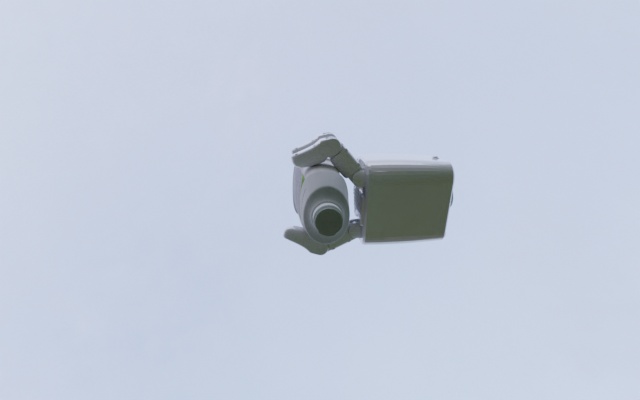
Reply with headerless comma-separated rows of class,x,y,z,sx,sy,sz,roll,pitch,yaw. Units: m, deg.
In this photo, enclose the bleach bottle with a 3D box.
bleach bottle,0.000,0.002,0.592,0.068,0.102,0.250,-1,13,-4
